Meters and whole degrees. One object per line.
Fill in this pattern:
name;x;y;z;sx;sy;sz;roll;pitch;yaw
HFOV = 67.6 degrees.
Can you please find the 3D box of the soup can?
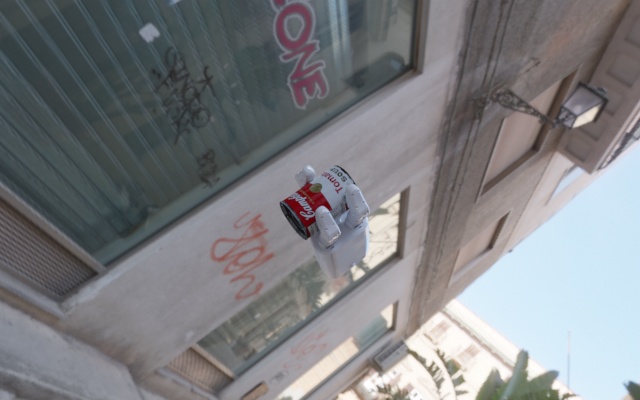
soup can;0.000;0.002;0.707;0.102;0.068;0.068;-35;10;-14
